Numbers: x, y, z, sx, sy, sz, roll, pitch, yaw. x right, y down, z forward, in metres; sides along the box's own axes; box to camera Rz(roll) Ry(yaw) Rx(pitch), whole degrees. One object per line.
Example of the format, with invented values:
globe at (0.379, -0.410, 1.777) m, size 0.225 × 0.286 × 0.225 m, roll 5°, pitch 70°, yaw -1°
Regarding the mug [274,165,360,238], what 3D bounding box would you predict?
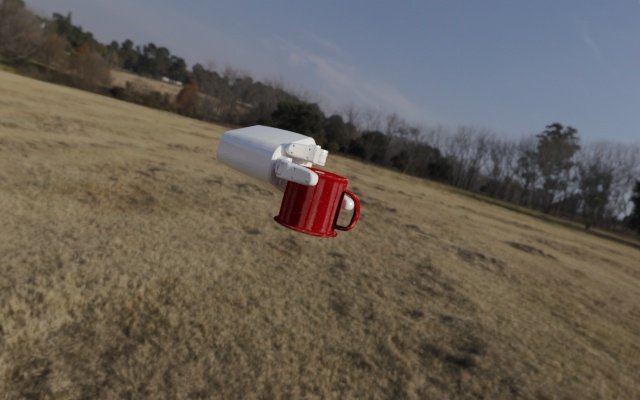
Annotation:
mug at (0.001, 0.002, 0.657) m, size 0.117 × 0.081 × 0.093 m, roll 19°, pitch 8°, yaw 25°
